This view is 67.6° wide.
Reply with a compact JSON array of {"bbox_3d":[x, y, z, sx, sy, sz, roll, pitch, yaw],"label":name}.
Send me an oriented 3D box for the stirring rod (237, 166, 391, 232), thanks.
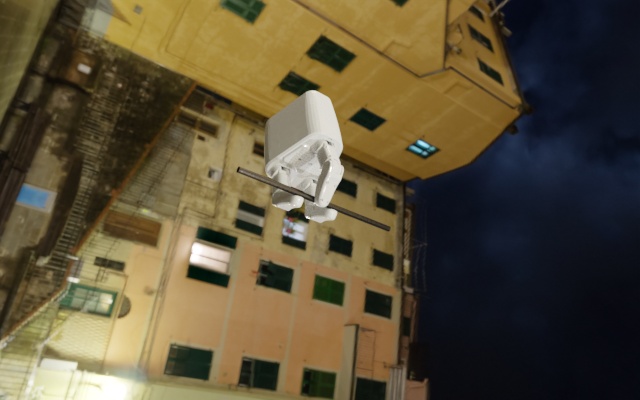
[{"bbox_3d":[0.000,0.002,0.623,0.239,0.011,0.011,22,-11,-29],"label":"stirring rod"}]
